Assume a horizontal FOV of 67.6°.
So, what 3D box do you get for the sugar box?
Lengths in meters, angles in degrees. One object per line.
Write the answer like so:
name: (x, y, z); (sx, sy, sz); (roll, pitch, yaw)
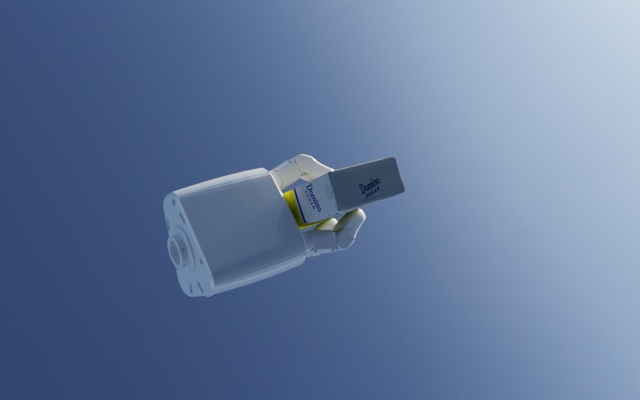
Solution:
sugar box: (0.000, 0.002, 0.535); (0.093, 0.048, 0.176); (-16, -1, -35)
